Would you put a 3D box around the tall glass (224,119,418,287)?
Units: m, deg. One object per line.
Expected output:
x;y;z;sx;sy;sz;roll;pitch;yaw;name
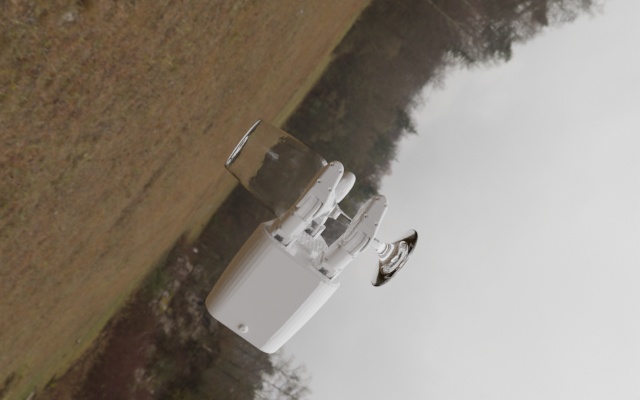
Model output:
0.001;0.002;0.493;0.201;0.079;0.079;38;-6;-8;tall glass
